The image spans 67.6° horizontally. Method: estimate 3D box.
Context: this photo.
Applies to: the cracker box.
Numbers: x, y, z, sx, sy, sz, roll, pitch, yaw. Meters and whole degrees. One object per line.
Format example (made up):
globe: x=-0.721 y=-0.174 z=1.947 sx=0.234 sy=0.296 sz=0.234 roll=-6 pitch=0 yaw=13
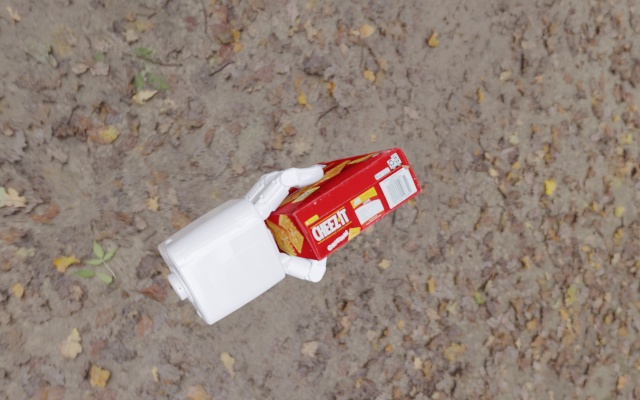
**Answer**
cracker box: x=0.000 y=0.002 z=0.632 sx=0.164 sy=0.072 sz=0.213 roll=-32 pitch=13 yaw=-23
